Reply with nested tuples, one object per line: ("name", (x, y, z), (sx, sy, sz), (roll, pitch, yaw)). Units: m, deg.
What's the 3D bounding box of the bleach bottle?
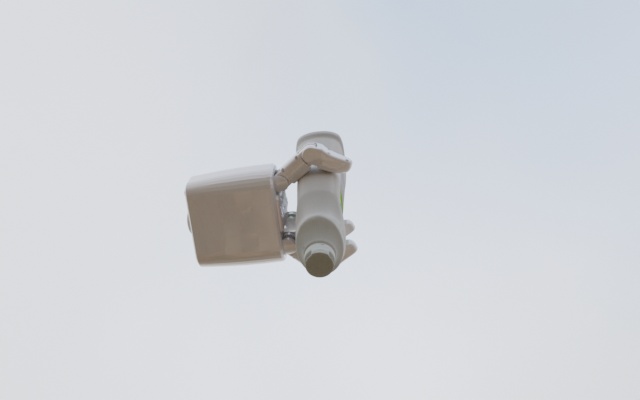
("bleach bottle", (0.000, 0.002, 0.571), (0.068, 0.103, 0.250), (-6, 25, 4))
